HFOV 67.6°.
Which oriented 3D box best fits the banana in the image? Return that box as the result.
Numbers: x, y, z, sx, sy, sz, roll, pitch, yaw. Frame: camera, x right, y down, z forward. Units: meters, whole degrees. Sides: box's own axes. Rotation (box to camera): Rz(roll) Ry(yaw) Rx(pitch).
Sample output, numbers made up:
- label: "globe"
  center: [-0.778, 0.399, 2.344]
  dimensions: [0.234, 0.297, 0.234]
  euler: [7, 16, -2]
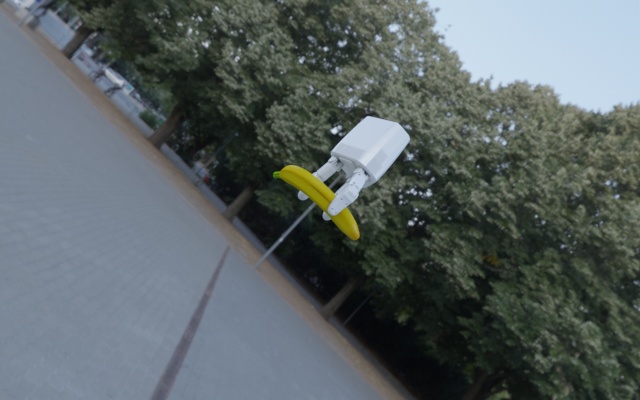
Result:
- label: "banana"
  center: [0.000, -0.005, 0.856]
  dimensions: [0.198, 0.037, 0.070]
  euler: [40, -17, 5]
